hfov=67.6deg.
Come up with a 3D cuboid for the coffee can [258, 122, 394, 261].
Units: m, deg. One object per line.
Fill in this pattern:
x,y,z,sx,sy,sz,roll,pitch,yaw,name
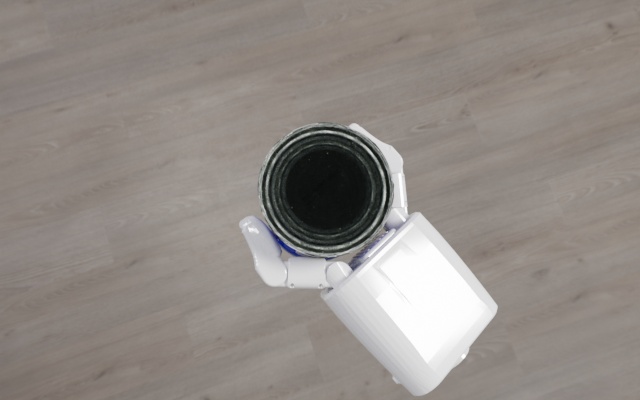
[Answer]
0.000,0.001,0.423,0.103,0.103,0.140,0,-8,-4,coffee can
